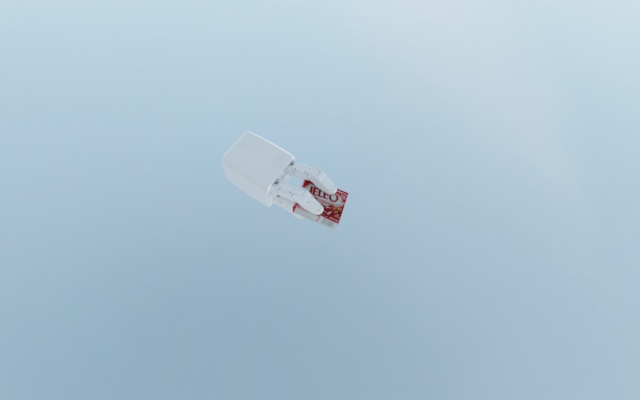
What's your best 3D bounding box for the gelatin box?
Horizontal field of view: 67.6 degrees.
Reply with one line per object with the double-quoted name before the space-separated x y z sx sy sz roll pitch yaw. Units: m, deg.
"gelatin box" 0.000 0.003 0.892 0.089 0.073 0.030 24 -34 -6
